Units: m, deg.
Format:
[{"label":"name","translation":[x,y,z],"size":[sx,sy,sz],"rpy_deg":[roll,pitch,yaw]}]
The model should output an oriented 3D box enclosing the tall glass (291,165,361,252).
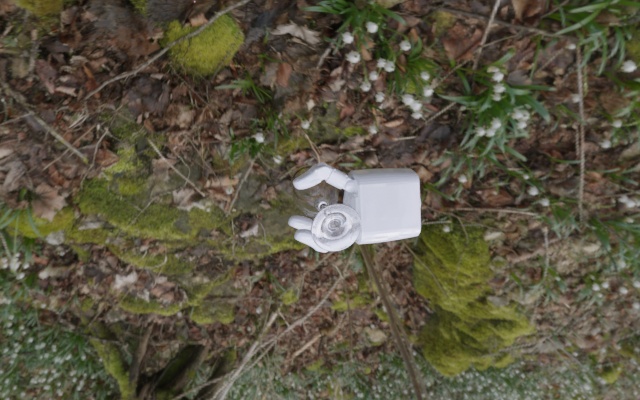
[{"label":"tall glass","translation":[0.000,0.003,0.765],"size":[0.079,0.079,0.201],"rpy_deg":[0,22,-15]}]
